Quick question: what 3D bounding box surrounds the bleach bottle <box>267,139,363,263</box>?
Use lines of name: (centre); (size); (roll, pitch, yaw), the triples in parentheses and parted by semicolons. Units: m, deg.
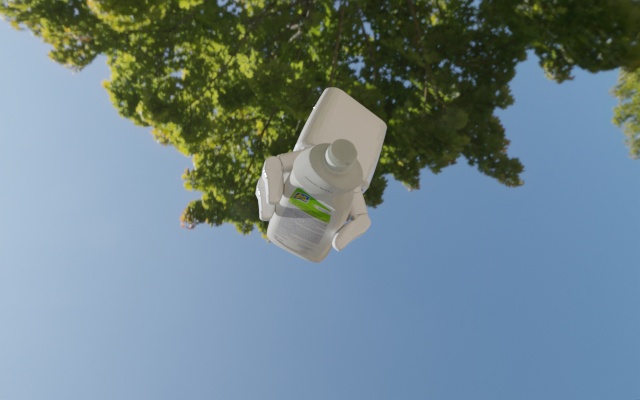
bleach bottle: (0.000, 0.002, 0.601); (0.102, 0.068, 0.251); (25, -28, -4)
